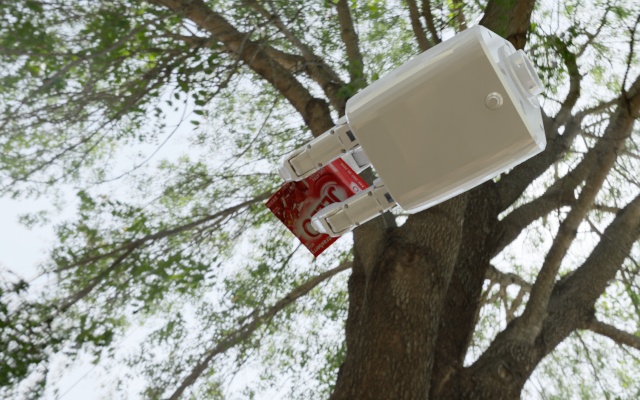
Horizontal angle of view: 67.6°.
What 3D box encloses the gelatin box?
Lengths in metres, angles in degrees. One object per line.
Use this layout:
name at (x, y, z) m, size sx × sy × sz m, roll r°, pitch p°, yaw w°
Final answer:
gelatin box at (0.000, 0.001, 0.444) m, size 0.089 × 0.073 × 0.030 m, roll -43°, pitch 1°, yaw 40°
